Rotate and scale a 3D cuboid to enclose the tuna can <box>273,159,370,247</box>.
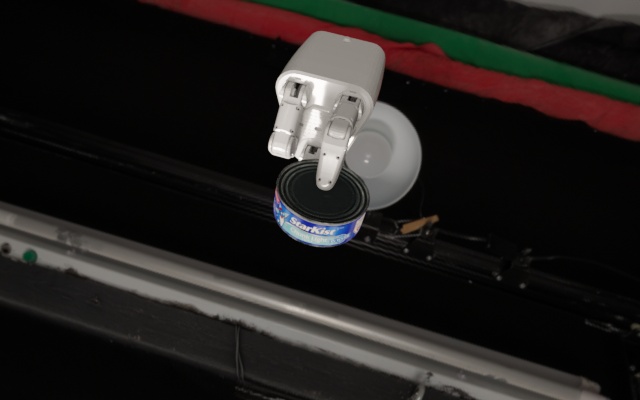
[{"bbox_3d":[0.000,0.002,0.440,0.086,0.034,0.086,8,43,-7],"label":"tuna can"}]
